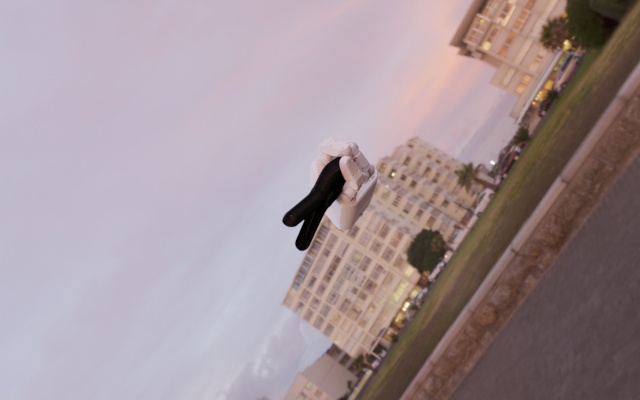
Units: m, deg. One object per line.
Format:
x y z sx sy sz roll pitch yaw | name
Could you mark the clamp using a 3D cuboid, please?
0.000 0.002 0.768 0.039 0.171 0.120 33 -25 15 | clamp
